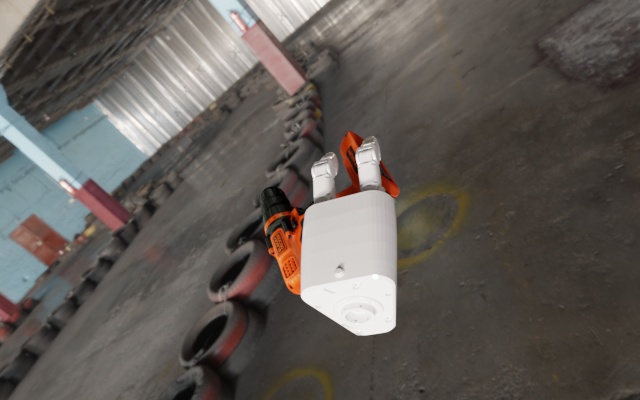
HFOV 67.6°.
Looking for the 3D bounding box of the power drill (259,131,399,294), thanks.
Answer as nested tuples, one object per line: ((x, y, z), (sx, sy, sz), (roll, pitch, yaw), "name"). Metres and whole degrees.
((0.000, 0.002, 0.624), (0.057, 0.188, 0.184), (25, 27, -42), "power drill")
